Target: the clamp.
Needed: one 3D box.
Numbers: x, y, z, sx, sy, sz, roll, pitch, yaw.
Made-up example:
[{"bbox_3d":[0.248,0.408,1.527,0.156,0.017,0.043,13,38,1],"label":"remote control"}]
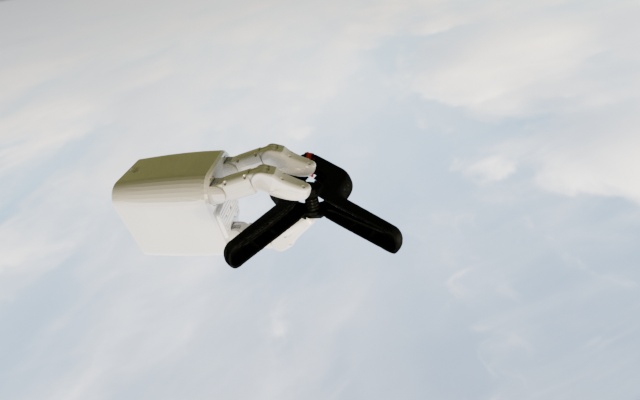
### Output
[{"bbox_3d":[0.000,0.002,0.513,0.164,0.036,0.209,-1,29,6],"label":"clamp"}]
